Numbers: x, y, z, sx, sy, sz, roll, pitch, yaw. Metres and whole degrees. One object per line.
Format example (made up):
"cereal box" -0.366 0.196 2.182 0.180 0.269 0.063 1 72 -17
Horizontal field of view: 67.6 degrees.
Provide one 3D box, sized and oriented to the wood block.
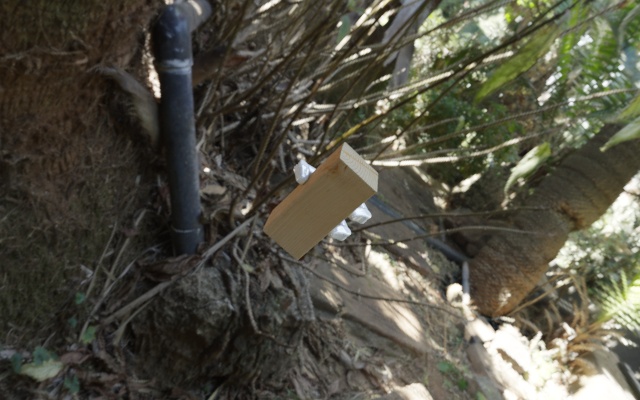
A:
"wood block" 0.000 0.002 0.883 0.206 0.091 0.090 -43 13 24
